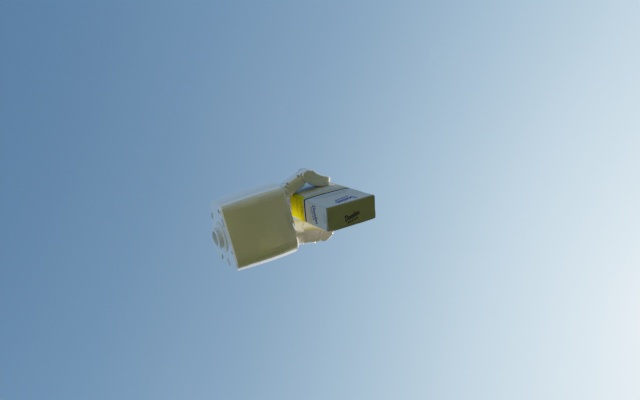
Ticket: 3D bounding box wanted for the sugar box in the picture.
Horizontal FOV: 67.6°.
[{"bbox_3d":[0.000,0.003,0.785,0.093,0.048,0.176,-15,22,-30],"label":"sugar box"}]
